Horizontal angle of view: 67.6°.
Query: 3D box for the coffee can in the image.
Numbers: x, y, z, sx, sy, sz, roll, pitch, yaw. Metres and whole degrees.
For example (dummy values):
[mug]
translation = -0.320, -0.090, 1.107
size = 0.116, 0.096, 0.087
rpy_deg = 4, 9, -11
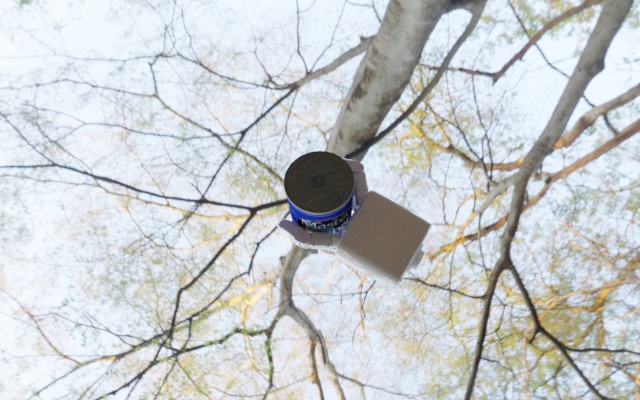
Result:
[coffee can]
translation = 0.000, 0.002, 0.748
size = 0.103, 0.102, 0.140
rpy_deg = 0, -26, 2
